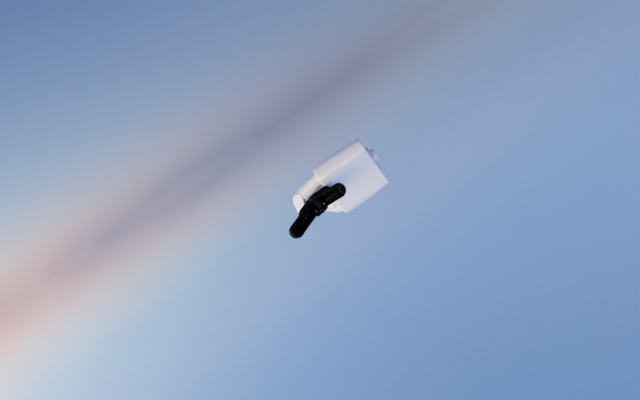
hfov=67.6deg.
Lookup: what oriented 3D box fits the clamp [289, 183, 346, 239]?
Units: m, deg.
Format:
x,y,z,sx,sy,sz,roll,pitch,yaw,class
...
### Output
x,y,z,sx,sy,sz,roll,pitch,yaw,class
0.000,0.003,0.849,0.120,0.039,0.171,-37,10,11,clamp
